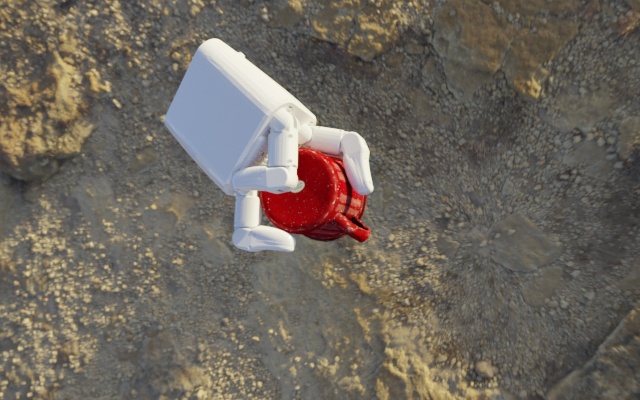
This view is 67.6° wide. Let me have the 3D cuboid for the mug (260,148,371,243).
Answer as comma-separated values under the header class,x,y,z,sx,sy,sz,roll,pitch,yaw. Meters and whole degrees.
class,x,y,z,sx,sy,sz,roll,pitch,yaw
mug,0.001,0.003,0.473,0.117,0.093,0.081,42,9,18
